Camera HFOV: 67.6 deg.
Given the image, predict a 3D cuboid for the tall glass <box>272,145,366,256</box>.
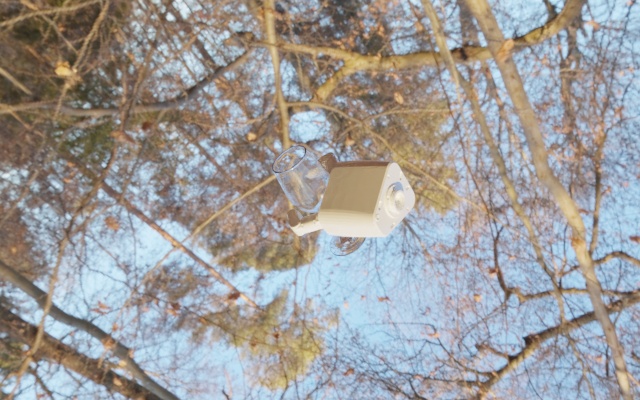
[{"bbox_3d":[0.000,0.003,0.792,0.079,0.079,0.201,0,-42,42],"label":"tall glass"}]
